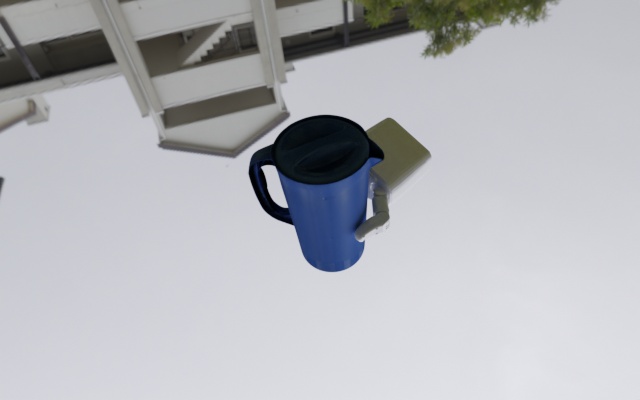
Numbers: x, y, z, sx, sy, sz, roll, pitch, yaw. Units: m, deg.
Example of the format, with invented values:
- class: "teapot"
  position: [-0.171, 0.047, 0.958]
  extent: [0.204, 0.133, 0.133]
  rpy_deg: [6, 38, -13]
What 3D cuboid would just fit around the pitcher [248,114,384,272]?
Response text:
- class: "pitcher"
  position: [0.000, 0.002, 0.719]
  extent: [0.145, 0.243, 0.149]
  rpy_deg: [-38, 56, -23]
